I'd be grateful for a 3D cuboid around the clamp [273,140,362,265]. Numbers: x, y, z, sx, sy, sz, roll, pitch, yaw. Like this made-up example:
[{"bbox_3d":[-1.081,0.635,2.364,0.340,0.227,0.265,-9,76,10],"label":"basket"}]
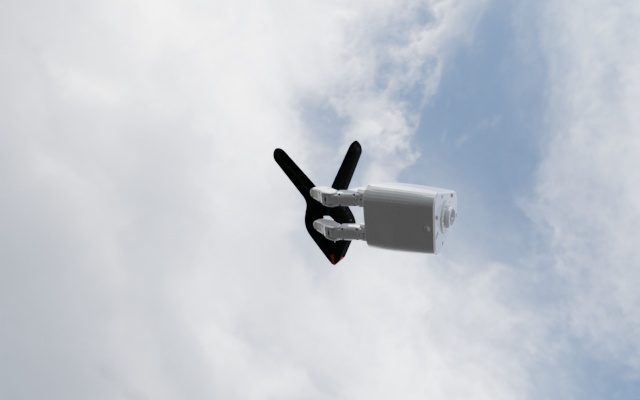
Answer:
[{"bbox_3d":[0.001,0.003,0.778,0.164,0.210,0.036,8,24,34],"label":"clamp"}]
